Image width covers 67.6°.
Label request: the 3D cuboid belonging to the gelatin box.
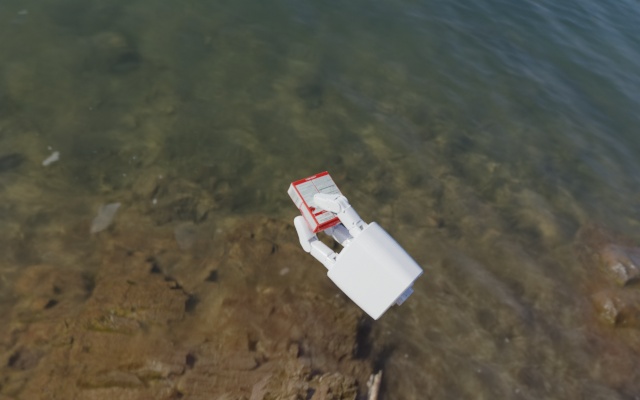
[{"bbox_3d":[0.000,0.002,0.779,0.073,0.089,0.030,-21,-22,-31],"label":"gelatin box"}]
